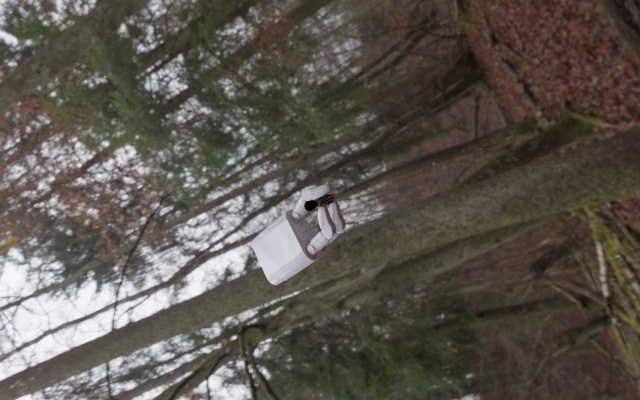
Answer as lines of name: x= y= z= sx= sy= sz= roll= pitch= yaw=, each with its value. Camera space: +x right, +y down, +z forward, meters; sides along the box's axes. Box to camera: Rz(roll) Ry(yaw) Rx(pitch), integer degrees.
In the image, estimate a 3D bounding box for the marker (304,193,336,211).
marker: x=0.000 y=0.003 z=0.877 sx=0.020 sy=0.020 sz=0.121 roll=0 pitch=7 yaw=22
